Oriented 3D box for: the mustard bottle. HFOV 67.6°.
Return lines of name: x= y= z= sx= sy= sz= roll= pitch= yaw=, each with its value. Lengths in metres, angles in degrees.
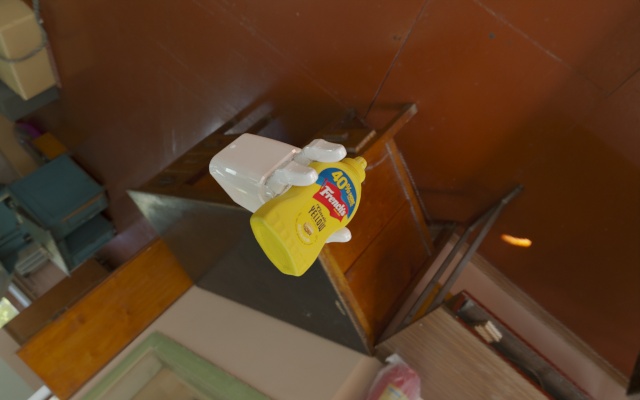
mustard bottle: x=0.000 y=0.002 z=0.625 sx=0.058 sy=0.096 sz=0.191 roll=-1 pitch=36 yaw=49
